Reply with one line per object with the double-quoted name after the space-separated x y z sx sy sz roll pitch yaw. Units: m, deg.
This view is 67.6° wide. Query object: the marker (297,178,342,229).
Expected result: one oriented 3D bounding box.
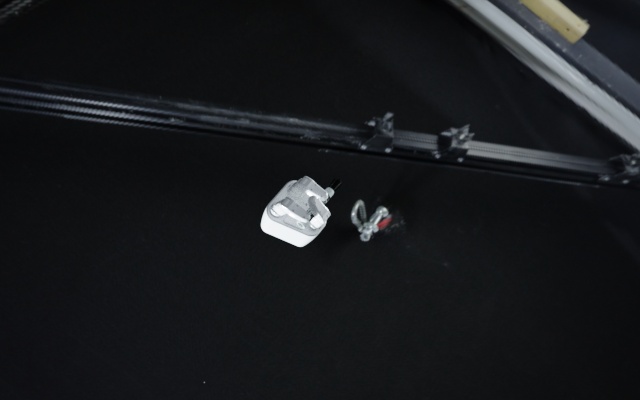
0.000 0.003 0.886 0.121 0.020 0.020 -49 25 -24 "marker"
